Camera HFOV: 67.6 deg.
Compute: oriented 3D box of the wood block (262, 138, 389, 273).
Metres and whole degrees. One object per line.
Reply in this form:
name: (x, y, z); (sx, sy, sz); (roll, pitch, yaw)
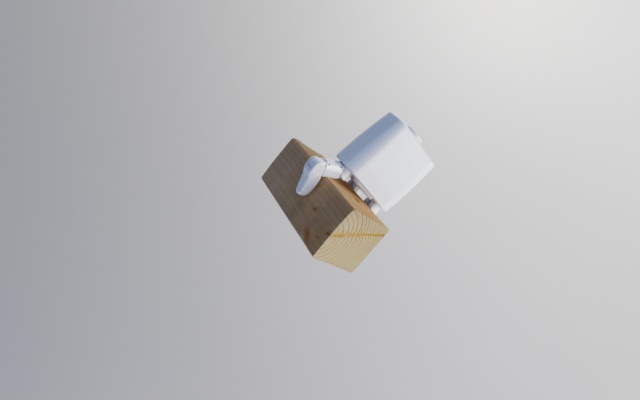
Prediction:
wood block: (0.000, 0.002, 0.741); (0.091, 0.090, 0.206); (29, 16, -42)
